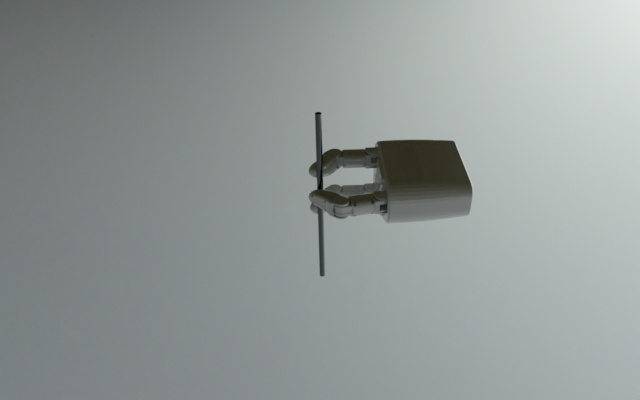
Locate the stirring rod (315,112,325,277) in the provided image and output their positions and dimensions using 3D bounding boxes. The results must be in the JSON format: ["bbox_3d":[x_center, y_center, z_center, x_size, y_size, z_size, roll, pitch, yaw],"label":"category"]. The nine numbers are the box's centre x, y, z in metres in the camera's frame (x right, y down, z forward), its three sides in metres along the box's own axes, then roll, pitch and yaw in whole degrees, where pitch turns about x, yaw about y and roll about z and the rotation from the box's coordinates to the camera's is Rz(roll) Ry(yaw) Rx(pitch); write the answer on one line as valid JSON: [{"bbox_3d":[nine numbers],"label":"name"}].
[{"bbox_3d":[0.000,0.002,0.615,0.011,0.240,0.011,-1,31,1],"label":"stirring rod"}]
